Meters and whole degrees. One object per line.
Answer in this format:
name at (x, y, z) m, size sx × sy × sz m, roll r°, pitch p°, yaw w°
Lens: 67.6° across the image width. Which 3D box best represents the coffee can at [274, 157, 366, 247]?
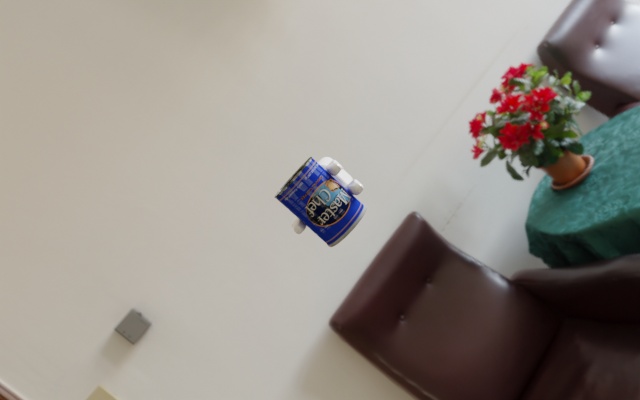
coffee can at (0.000, 0.003, 0.887) m, size 0.140 × 0.103 × 0.103 m, roll 42°, pitch -7°, yaw -7°
